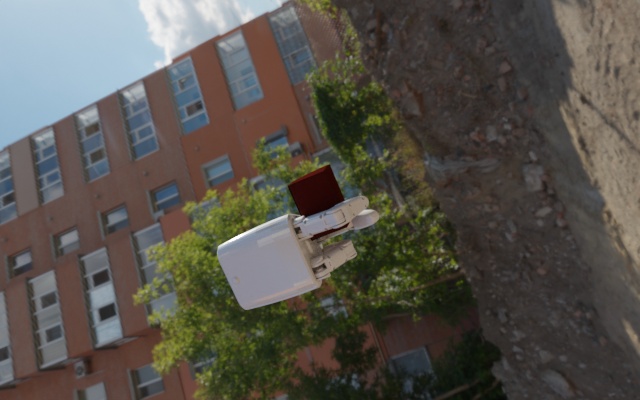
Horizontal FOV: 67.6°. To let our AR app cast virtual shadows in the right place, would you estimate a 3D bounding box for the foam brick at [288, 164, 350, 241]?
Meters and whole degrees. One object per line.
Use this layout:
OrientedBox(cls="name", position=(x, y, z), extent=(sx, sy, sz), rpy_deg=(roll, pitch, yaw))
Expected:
OrientedBox(cls="foam brick", position=(0.000, 0.002, 0.607), extent=(0.051, 0.078, 0.053), rpy_deg=(-21, 8, 14))
